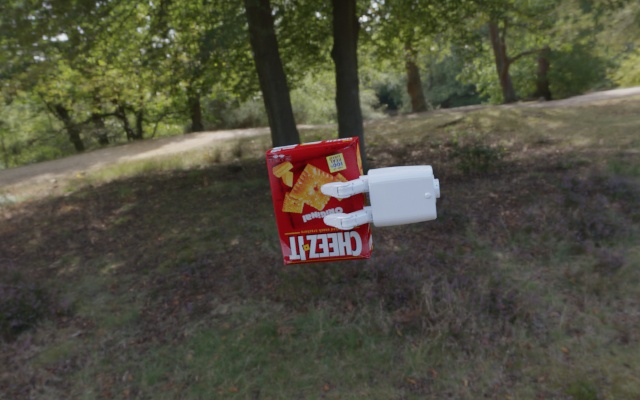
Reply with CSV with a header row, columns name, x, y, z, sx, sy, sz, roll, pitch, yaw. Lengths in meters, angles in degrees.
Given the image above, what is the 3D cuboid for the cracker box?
name,x,y,z,sx,sy,sz,roll,pitch,yaw
cracker box,0.000,0.003,0.864,0.164,0.214,0.072,-6,13,12
